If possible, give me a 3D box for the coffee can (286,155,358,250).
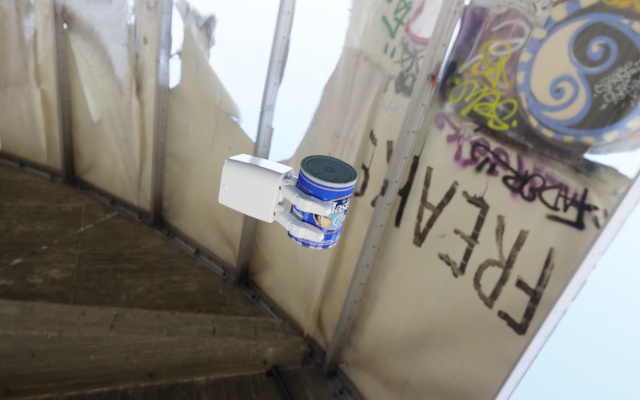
[{"bbox_3d":[0.000,0.003,0.866,0.103,0.140,0.102,11,30,-7],"label":"coffee can"}]
